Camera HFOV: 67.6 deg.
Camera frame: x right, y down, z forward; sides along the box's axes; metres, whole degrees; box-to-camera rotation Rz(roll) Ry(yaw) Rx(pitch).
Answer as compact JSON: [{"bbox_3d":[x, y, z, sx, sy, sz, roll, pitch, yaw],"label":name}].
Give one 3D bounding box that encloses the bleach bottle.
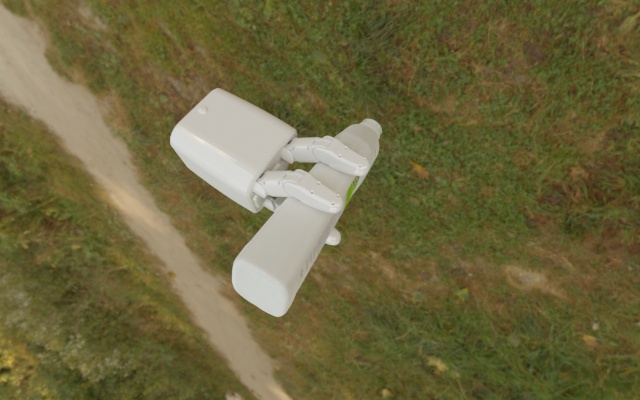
[{"bbox_3d":[0.000,0.002,0.537,0.068,0.250,0.103,31,-31,7],"label":"bleach bottle"}]
